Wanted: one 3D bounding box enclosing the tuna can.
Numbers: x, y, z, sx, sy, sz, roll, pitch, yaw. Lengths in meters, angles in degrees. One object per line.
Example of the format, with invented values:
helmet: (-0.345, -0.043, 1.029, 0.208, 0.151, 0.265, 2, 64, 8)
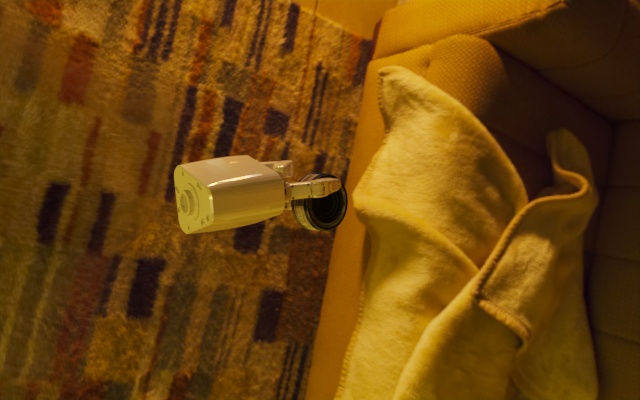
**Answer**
tuna can: (0.001, 0.002, 0.702, 0.086, 0.086, 0.034, 0, 2, -42)
